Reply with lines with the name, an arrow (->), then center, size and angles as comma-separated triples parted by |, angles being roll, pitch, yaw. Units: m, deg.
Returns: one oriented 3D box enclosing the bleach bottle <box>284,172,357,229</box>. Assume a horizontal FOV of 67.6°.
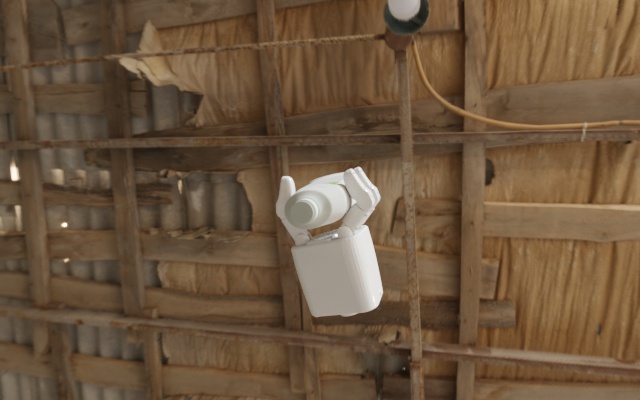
bleach bottle -> 0.000, 0.002, 0.687 | 0.102, 0.068, 0.251 | -14, 3, 15
